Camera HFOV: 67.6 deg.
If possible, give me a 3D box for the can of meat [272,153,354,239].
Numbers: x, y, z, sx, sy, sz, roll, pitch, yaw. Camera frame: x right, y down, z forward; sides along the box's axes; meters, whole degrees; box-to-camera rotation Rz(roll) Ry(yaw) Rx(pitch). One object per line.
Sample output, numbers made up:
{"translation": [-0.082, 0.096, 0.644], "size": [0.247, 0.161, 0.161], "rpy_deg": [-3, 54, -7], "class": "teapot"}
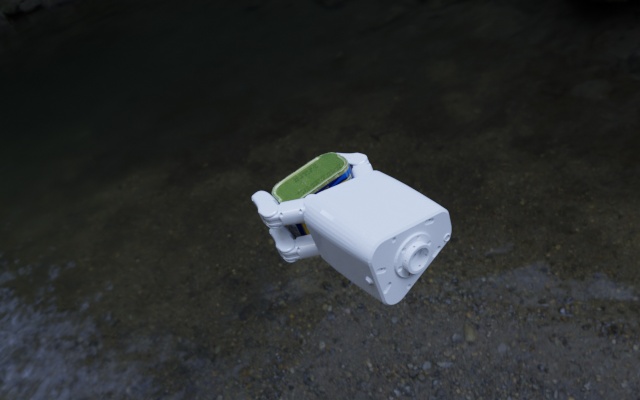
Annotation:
{"translation": [0.000, 0.002, 0.583], "size": [0.102, 0.084, 0.057], "rpy_deg": [-36, 40, -15], "class": "can of meat"}
